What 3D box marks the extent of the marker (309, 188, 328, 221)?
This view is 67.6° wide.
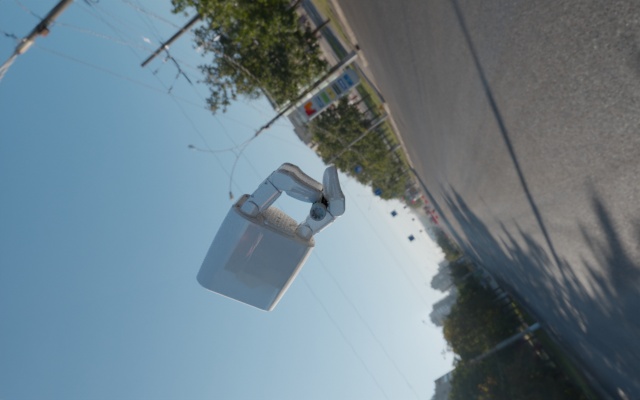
[{"bbox_3d":[0.000,0.002,0.583,0.020,0.020,0.121,0,12,3],"label":"marker"}]
